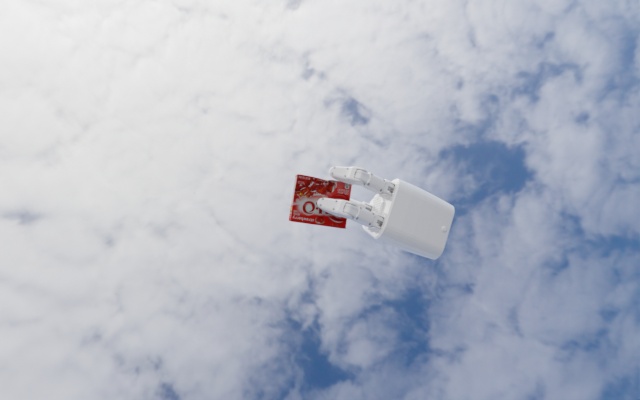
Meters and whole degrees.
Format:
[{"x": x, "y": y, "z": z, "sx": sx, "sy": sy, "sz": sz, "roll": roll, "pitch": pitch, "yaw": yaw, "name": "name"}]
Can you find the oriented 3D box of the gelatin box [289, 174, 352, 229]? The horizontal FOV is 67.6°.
[{"x": 0.000, "y": 0.002, "z": 0.739, "sx": 0.089, "sy": 0.073, "sz": 0.030, "roll": 9, "pitch": -3, "yaw": -9, "name": "gelatin box"}]
